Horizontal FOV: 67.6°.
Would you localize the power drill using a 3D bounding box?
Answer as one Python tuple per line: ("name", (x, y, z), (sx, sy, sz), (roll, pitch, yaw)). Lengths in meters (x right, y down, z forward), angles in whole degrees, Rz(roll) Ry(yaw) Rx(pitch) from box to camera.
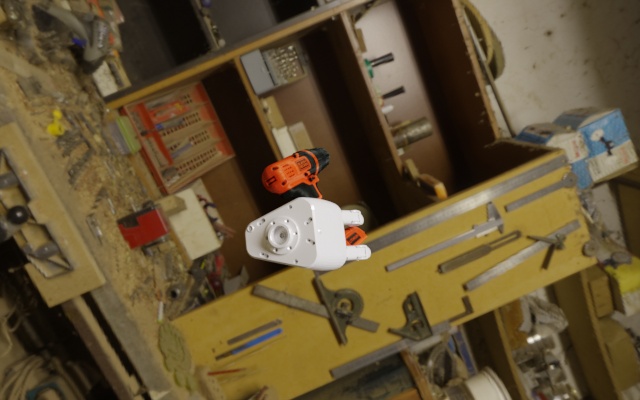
("power drill", (0.000, 0.003, 0.796), (0.057, 0.187, 0.184), (-33, 0, 33))
